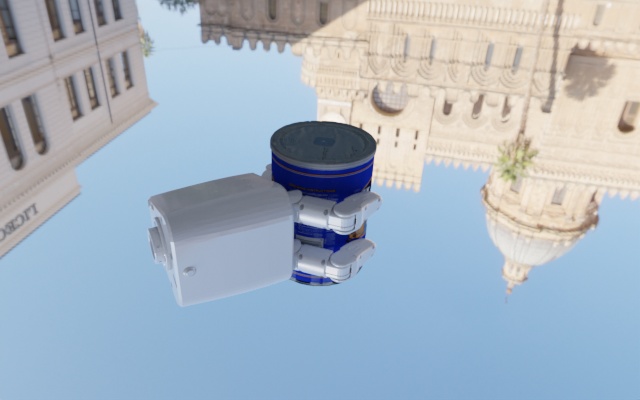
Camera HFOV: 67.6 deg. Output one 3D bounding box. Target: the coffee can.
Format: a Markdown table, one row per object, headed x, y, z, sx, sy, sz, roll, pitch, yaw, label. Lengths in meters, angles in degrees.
| x | y | z | sx | sy | sz | roll | pitch | yaw | label |
| --- | --- | --- | --- | --- | --- | --- | --- | --- | --- |
| 0.000 | 0.001 | 0.493 | 0.103 | 0.140 | 0.102 | 2 | 31 | -1 | coffee can |
